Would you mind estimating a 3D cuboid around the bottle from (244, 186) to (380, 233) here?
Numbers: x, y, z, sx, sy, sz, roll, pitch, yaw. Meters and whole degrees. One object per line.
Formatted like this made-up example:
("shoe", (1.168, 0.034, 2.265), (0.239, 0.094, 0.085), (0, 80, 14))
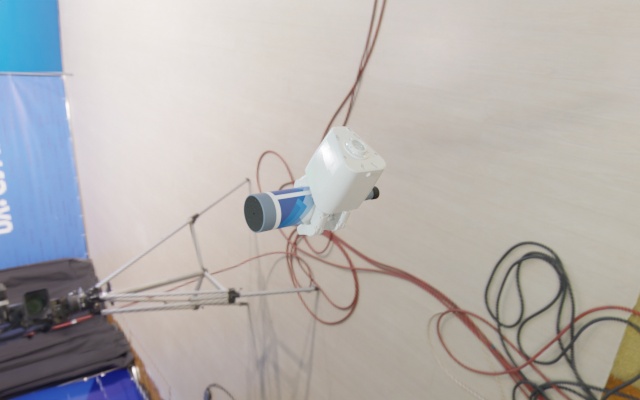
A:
("bottle", (0.000, 0.003, 0.897), (0.295, 0.069, 0.069), (-10, 6, -39))
